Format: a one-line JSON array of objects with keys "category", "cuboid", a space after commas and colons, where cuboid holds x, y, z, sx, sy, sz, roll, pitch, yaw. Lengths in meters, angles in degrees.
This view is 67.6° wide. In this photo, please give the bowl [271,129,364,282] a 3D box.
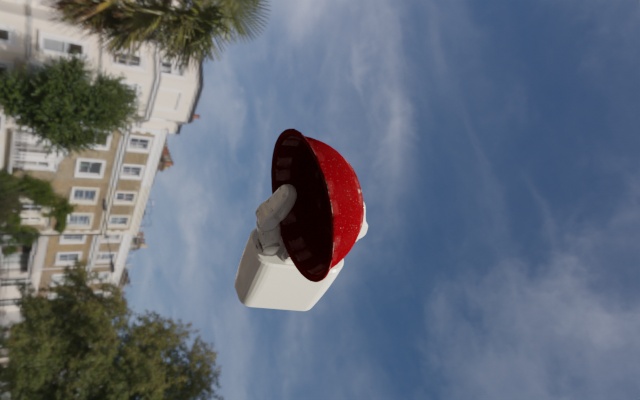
[{"category": "bowl", "cuboid": [0.001, 0.001, 0.506, 0.055, 0.162, 0.162, -11, 4, -23]}]
